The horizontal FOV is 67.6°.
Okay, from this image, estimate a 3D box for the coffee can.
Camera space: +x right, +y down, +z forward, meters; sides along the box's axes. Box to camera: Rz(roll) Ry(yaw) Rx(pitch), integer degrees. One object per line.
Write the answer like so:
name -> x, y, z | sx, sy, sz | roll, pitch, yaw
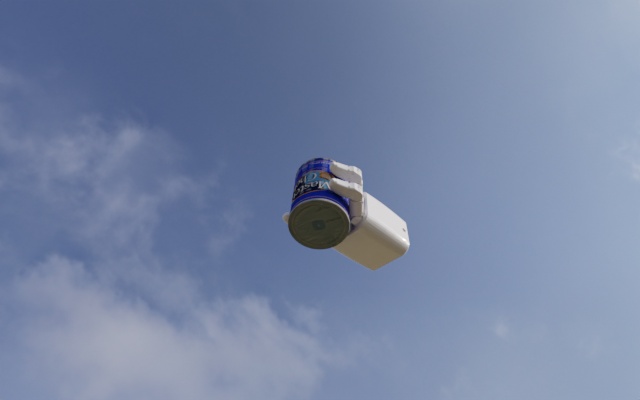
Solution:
coffee can -> 0.000, 0.003, 0.843 | 0.103, 0.103, 0.140 | 0, 34, 3
